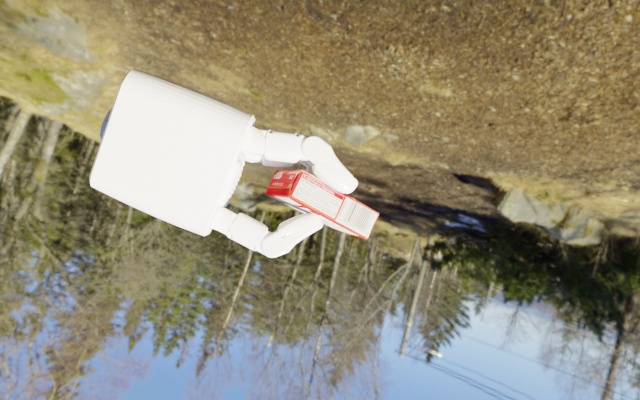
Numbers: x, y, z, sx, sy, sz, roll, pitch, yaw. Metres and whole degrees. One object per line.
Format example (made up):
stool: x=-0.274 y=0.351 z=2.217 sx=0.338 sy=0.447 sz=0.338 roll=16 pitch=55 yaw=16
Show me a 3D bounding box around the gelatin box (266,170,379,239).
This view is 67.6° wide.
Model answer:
gelatin box: x=0.000 y=0.002 z=0.452 sx=0.089 sy=0.030 sz=0.073 roll=29 pitch=-7 yaw=-20
